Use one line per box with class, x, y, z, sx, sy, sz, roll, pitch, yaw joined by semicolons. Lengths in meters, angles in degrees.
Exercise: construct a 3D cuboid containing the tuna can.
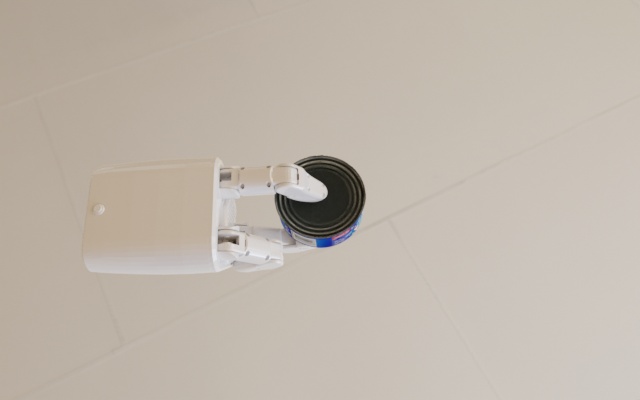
tuna can;0.000;0.002;0.461;0.086;0.086;0.034;0;-24;2
